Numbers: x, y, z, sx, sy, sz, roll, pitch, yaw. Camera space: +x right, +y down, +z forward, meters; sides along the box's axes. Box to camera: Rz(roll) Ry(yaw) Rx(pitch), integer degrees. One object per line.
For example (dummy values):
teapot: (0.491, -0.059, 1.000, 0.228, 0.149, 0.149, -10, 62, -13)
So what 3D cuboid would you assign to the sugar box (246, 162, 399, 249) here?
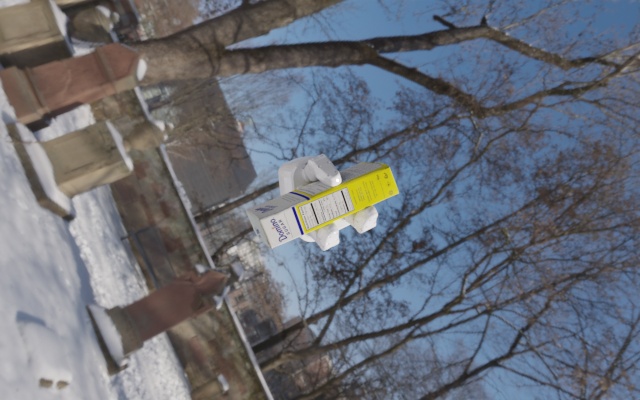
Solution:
sugar box: (0.000, 0.002, 0.608, 0.176, 0.048, 0.093, -25, 13, -14)
